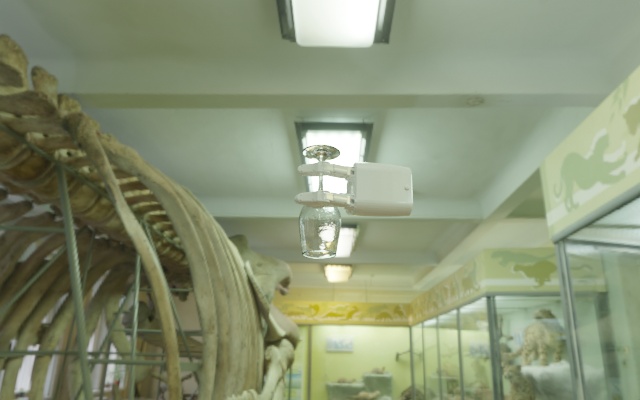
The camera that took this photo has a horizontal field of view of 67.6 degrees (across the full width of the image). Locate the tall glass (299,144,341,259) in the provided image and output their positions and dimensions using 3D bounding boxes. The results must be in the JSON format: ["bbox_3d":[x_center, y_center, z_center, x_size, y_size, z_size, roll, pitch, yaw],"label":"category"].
[{"bbox_3d":[0.000,0.002,0.881,0.079,0.201,0.079,1,-18,0],"label":"tall glass"}]
